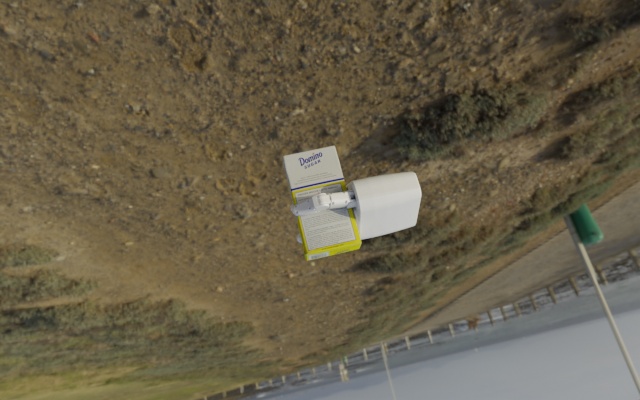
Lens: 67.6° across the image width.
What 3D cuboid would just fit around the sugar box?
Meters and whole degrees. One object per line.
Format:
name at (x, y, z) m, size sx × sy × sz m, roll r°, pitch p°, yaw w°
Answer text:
sugar box at (0.000, 0.003, 0.792) m, size 0.093 × 0.176 × 0.048 m, roll -12°, pitch -21°, yaw -6°
